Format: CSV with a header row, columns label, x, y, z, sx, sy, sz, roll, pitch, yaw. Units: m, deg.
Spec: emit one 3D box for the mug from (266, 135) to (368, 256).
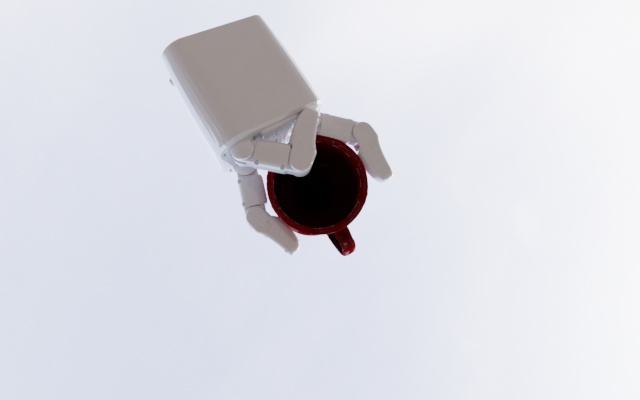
label,x,y,z,sx,sy,sz,roll,pitch,yaw
mug,0.001,0.003,0.470,0.093,0.117,0.081,-31,-5,-10
